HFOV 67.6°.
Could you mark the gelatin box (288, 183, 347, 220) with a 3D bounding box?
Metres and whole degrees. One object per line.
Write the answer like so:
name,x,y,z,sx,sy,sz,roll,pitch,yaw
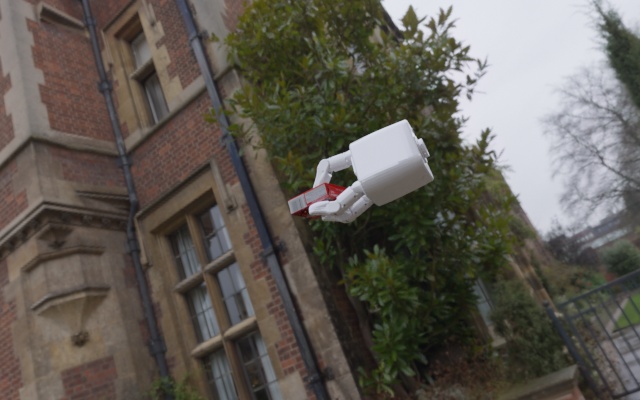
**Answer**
gelatin box,0.000,0.002,0.842,0.089,0.030,0.073,-26,-22,30
